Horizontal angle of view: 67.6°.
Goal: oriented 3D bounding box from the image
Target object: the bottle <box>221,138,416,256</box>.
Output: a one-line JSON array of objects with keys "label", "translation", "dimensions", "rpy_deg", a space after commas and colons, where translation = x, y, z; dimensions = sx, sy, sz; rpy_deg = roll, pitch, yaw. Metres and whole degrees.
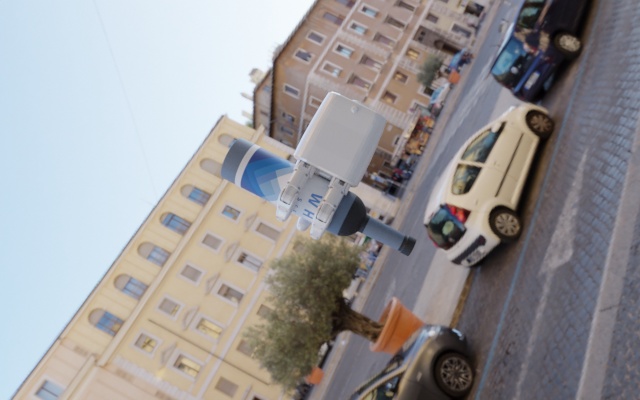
[{"label": "bottle", "translation": [0.000, 0.002, 0.695], "dimensions": [0.295, 0.069, 0.069], "rpy_deg": [27, 2, 5]}]
